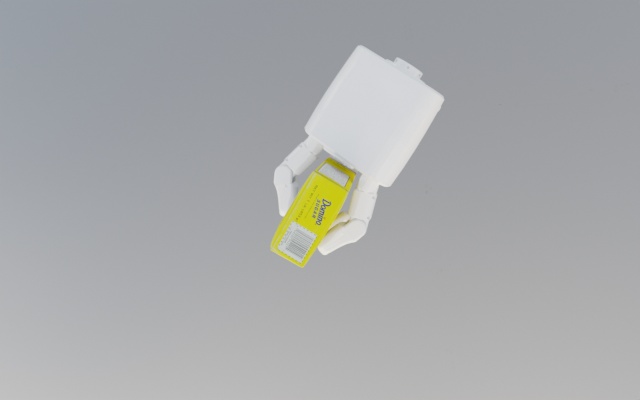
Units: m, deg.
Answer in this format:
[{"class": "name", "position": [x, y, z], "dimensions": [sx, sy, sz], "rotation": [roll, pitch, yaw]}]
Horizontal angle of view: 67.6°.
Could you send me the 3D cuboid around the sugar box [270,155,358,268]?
[{"class": "sugar box", "position": [0.001, 0.002, 0.539], "dimensions": [0.048, 0.093, 0.176], "rotation": [32, 15, 3]}]
